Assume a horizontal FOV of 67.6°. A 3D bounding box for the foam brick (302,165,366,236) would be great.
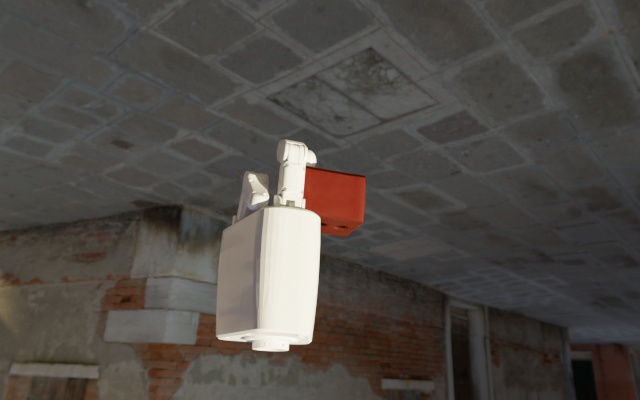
[{"bbox_3d":[0.000,0.001,0.479,0.078,0.051,0.053,8,-23,-16],"label":"foam brick"}]
